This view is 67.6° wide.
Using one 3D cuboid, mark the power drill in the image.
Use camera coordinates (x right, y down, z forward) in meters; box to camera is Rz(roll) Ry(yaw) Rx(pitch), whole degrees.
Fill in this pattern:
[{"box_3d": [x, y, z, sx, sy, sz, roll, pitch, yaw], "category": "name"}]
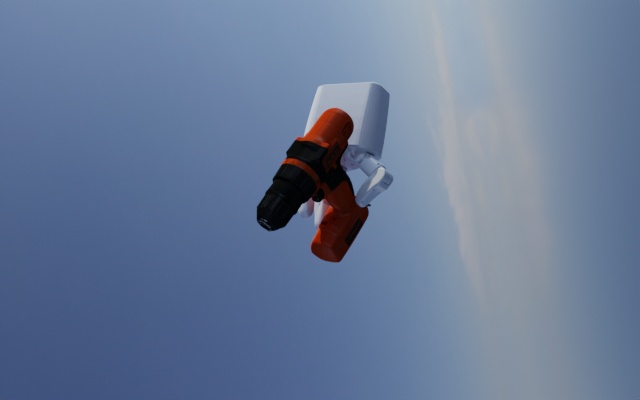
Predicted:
[{"box_3d": [0.000, 0.002, 0.622, 0.057, 0.184, 0.188, 20, -29, 29], "category": "power drill"}]
